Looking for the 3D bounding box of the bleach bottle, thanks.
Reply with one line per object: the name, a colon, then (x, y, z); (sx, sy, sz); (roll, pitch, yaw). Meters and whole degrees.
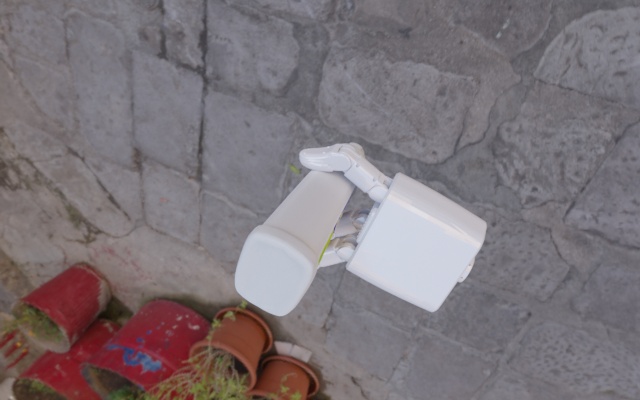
bleach bottle: (0.000, 0.002, 0.517); (0.068, 0.103, 0.250); (30, 42, 4)
